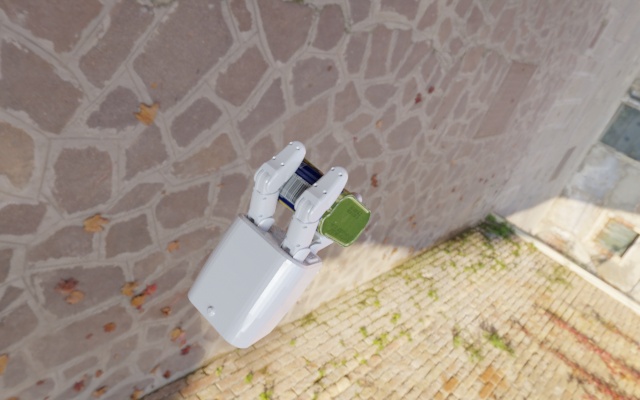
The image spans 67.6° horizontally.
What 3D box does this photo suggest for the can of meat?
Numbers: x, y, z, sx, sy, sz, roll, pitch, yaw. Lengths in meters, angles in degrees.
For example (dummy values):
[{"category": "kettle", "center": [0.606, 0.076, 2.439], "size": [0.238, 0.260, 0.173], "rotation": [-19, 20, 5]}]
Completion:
[{"category": "can of meat", "center": [0.000, 0.002, 0.520], "size": [0.084, 0.057, 0.102], "rotation": [37, 1, 28]}]
